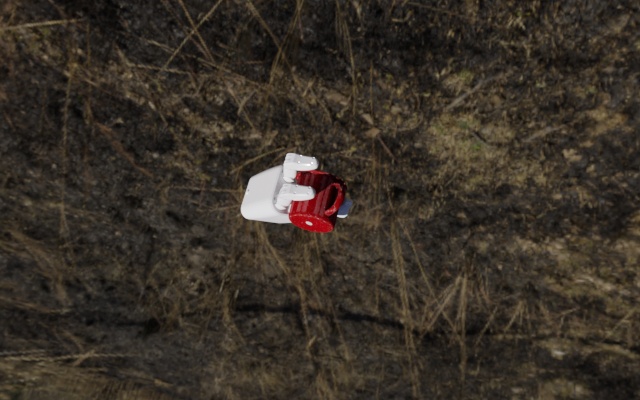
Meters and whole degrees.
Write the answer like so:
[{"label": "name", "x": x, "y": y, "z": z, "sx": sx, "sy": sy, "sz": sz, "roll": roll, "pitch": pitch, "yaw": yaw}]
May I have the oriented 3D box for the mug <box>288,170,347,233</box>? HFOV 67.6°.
[{"label": "mug", "x": 0.001, "y": 0.003, "z": 0.814, "sx": 0.093, "sy": 0.081, "sz": 0.117, "roll": 29, "pitch": -26, "yaw": -34}]
